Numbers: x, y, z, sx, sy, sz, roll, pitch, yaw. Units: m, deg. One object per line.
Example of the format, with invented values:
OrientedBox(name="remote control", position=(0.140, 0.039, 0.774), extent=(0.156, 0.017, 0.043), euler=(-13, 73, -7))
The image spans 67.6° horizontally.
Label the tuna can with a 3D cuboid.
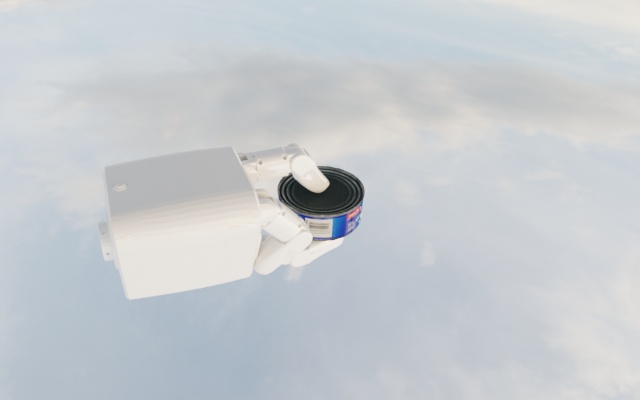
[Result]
OrientedBox(name="tuna can", position=(0.000, 0.002, 0.476), extent=(0.086, 0.034, 0.086), euler=(2, 36, -1))
